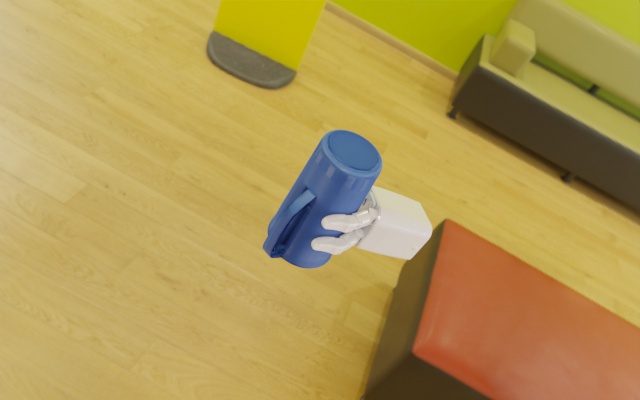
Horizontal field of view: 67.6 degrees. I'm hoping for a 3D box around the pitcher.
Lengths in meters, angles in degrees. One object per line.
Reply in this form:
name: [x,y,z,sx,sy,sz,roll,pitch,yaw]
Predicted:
pitcher: [0.000,0.003,0.819,0.145,0.149,0.243,17,-47,-15]
